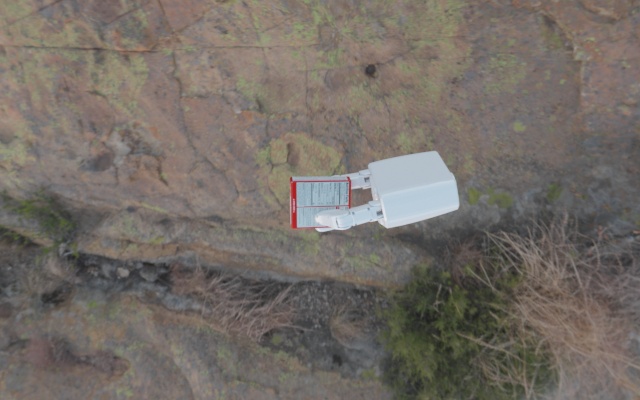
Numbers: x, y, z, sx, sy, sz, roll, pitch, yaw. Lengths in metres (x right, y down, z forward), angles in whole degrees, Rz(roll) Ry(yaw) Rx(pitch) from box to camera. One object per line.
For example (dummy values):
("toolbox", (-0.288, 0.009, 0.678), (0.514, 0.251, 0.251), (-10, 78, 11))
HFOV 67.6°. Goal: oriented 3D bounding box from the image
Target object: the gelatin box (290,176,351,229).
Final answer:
("gelatin box", (0.000, 0.002, 0.701), (0.089, 0.073, 0.030), (-2, 18, -6))
